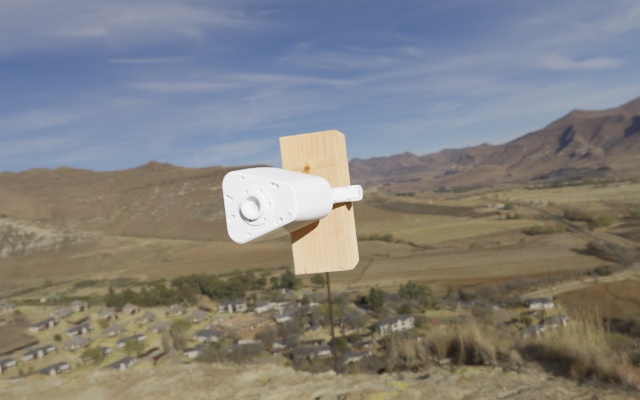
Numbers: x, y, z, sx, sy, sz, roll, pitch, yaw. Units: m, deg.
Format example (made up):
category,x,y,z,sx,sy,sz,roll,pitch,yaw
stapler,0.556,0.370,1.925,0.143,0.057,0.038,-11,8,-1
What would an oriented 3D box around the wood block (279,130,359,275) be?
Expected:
category,x,y,z,sx,sy,sz,roll,pitch,yaw
wood block,0.000,0.002,0.743,0.091,0.206,0.090,-6,1,11
